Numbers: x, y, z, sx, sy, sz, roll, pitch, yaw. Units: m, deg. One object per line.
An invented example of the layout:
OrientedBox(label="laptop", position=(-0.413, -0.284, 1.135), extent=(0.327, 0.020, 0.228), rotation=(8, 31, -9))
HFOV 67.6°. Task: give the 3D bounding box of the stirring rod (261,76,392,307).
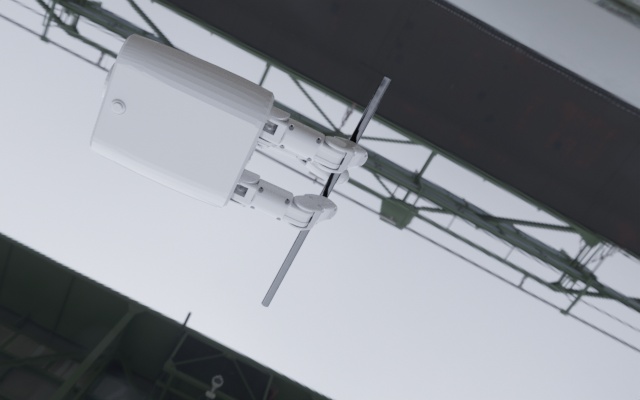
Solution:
OrientedBox(label="stirring rod", position=(0.000, 0.001, 0.423), extent=(0.011, 0.239, 0.011), rotation=(25, 20, -10))
